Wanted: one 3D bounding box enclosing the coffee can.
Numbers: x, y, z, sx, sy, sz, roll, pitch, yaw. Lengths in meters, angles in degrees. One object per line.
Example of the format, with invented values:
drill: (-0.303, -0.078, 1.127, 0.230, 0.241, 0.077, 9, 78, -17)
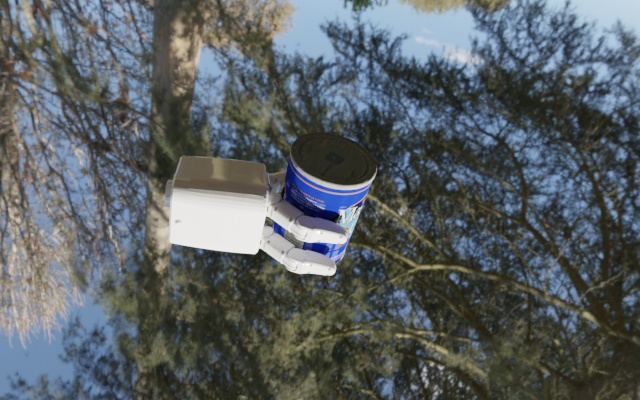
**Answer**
coffee can: (0.000, 0.002, 0.592, 0.103, 0.140, 0.102, 10, 39, -9)
